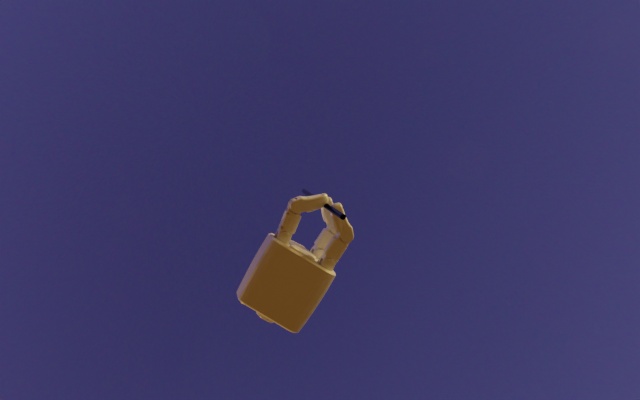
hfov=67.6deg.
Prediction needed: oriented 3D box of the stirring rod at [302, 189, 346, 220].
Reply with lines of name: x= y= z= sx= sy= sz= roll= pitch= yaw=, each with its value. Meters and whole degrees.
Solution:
stirring rod: x=0.000 y=0.002 z=0.743 sx=0.011 sy=0.011 sz=0.239 roll=0 pitch=9 yaw=-15
